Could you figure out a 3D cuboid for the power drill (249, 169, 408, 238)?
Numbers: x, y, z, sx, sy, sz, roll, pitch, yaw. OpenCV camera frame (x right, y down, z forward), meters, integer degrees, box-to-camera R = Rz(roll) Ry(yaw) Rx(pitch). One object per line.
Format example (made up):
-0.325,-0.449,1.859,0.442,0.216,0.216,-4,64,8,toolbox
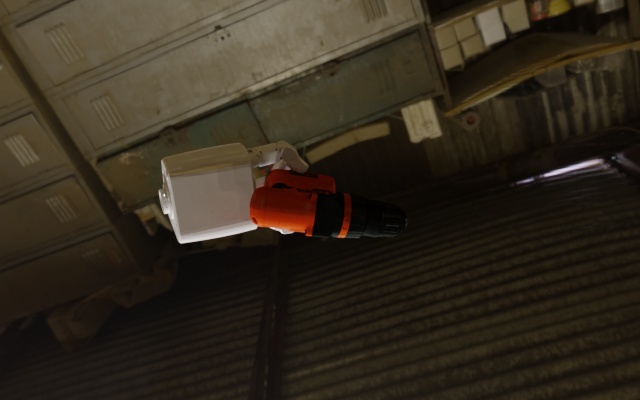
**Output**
0.000,0.002,0.614,0.184,0.057,0.187,8,8,-11,power drill
